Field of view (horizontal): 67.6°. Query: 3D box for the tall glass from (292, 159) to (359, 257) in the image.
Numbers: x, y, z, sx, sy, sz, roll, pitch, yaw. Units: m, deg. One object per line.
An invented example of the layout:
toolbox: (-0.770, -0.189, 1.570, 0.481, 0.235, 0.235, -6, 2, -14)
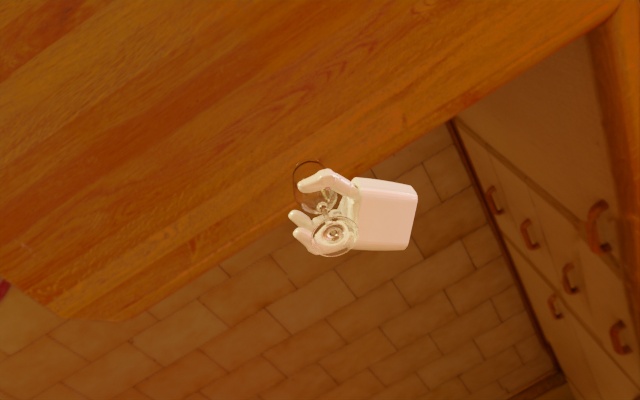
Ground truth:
tall glass: (0.000, 0.003, 0.793, 0.079, 0.079, 0.201, 0, 32, -15)
